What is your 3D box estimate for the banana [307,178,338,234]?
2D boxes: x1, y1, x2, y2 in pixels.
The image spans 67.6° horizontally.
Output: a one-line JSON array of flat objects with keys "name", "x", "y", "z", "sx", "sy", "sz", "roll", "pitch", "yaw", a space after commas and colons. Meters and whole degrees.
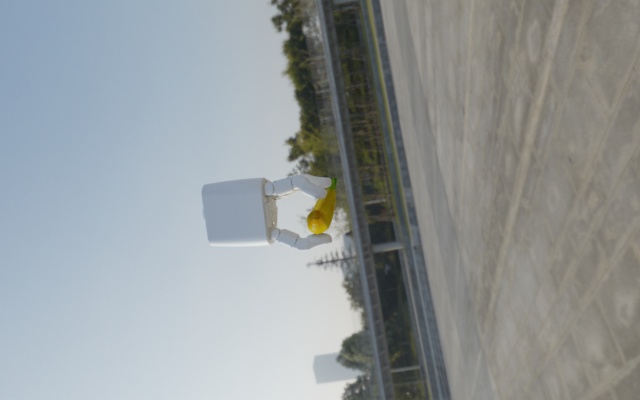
[{"name": "banana", "x": 0.000, "y": 0.019, "z": 0.807, "sx": 0.037, "sy": 0.070, "sz": 0.197, "roll": 3, "pitch": 19, "yaw": 7}]
